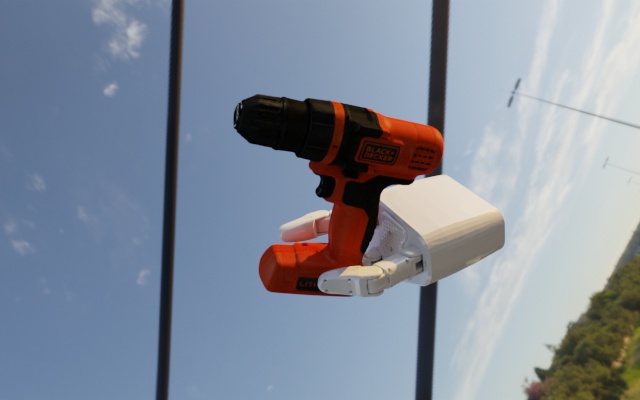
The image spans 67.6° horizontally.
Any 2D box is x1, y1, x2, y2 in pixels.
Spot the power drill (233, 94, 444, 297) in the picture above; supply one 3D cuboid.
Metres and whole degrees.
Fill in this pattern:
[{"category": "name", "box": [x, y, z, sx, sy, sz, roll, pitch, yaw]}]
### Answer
[{"category": "power drill", "box": [0.000, 0.002, 0.433, 0.184, 0.188, 0.057, 8, 32, -18]}]
